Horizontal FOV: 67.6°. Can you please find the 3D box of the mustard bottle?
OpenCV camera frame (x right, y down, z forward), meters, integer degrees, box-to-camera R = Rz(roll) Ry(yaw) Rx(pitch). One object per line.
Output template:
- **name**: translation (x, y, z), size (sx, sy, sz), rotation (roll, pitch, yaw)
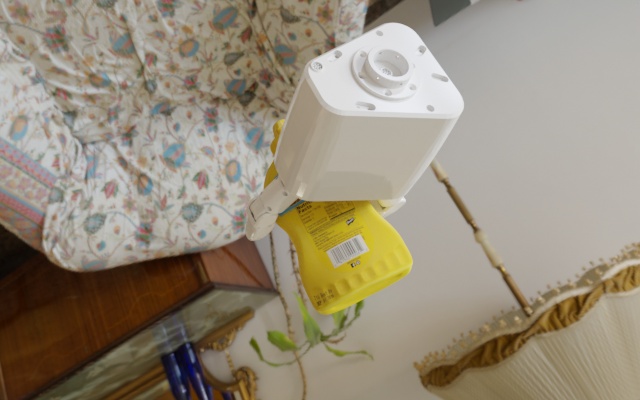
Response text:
- **mustard bottle**: translation (0.000, 0.002, 0.450), size (0.096, 0.191, 0.058), rotation (-27, -21, -2)
